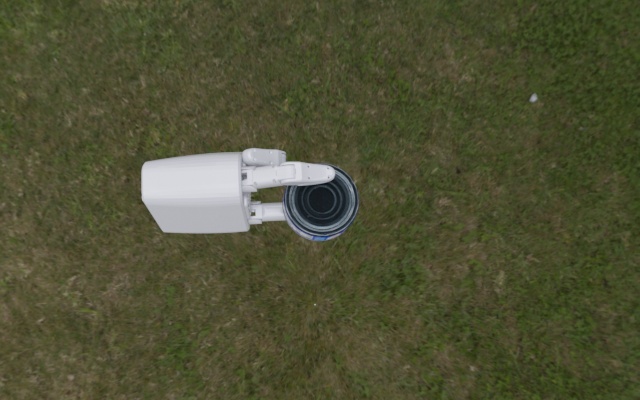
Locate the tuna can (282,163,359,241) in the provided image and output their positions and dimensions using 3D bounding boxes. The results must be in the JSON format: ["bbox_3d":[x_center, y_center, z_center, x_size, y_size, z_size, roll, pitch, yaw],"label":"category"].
[{"bbox_3d":[0.000,0.002,0.541,0.086,0.086,0.034,0,-12,-6],"label":"tuna can"}]
